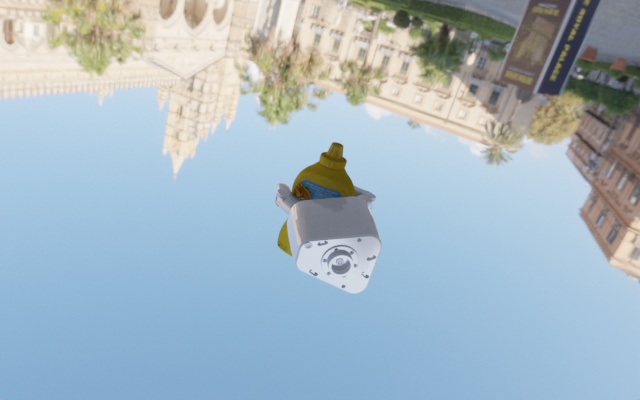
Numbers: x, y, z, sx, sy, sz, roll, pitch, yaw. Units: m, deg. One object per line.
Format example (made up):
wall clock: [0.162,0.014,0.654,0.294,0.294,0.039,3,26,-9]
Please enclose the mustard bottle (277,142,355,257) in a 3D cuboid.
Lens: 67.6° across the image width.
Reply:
mustard bottle: [0.000,0.003,0.733,0.096,0.192,0.058,21,24,11]
